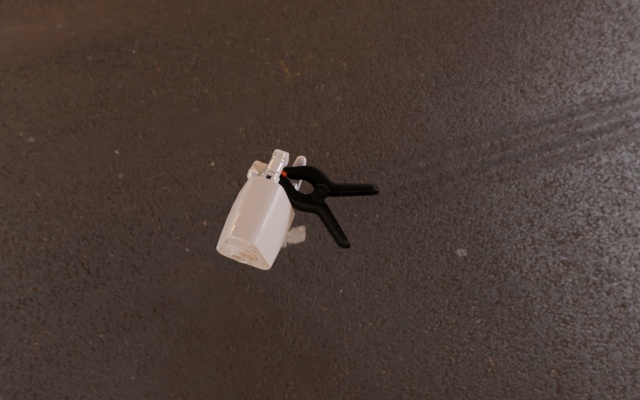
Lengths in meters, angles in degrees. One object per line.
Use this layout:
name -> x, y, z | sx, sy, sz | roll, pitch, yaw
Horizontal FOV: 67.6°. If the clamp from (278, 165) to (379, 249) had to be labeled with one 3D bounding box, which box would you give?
clamp -> 0.000, 0.002, 0.779 | 0.171, 0.120, 0.039 | 19, -26, 3
